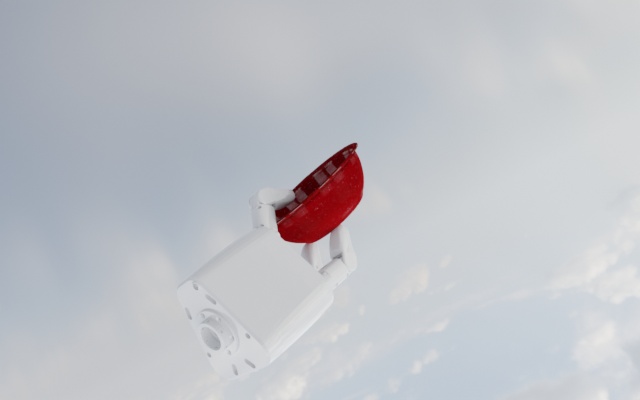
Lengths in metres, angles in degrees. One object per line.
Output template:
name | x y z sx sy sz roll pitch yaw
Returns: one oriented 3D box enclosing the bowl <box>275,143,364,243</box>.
bowl | 0.001 0.001 0.587 0.162 0.055 0.162 -41 10 9
